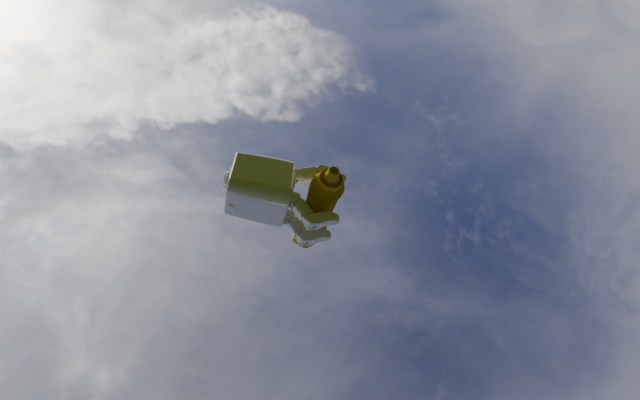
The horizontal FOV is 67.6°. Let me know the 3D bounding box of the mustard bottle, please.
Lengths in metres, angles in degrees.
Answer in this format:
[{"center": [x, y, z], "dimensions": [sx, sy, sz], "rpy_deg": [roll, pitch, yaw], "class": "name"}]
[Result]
[{"center": [0.000, 0.003, 0.847], "dimensions": [0.058, 0.096, 0.192], "rpy_deg": [32, -35, 7], "class": "mustard bottle"}]
